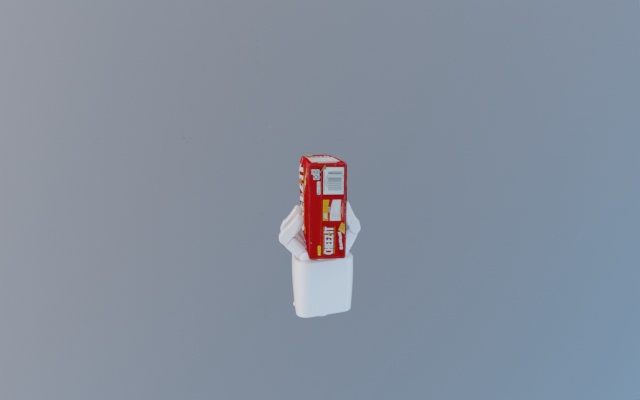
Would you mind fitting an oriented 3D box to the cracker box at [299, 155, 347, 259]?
[{"bbox_3d":[0.000,0.003,0.887,0.072,0.164,0.213,-1,9,-6],"label":"cracker box"}]
